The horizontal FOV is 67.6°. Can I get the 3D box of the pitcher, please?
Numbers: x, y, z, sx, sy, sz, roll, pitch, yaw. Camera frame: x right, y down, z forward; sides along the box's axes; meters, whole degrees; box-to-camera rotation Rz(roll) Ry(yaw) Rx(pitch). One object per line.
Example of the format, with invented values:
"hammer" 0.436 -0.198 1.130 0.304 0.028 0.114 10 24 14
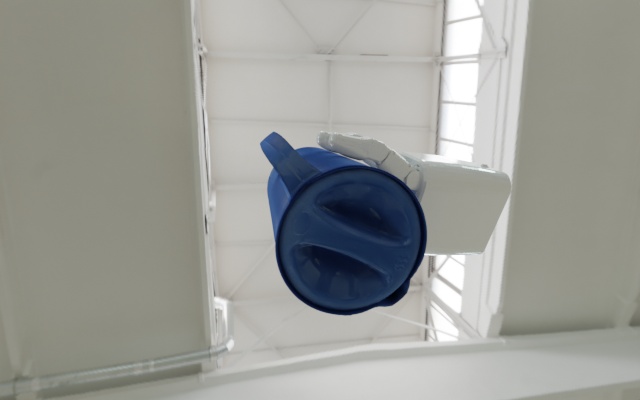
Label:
"pitcher" 0.000 0.002 0.509 0.145 0.149 0.242 3 13 -12
